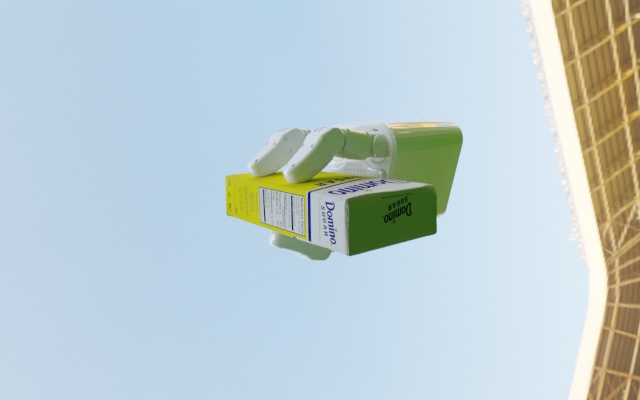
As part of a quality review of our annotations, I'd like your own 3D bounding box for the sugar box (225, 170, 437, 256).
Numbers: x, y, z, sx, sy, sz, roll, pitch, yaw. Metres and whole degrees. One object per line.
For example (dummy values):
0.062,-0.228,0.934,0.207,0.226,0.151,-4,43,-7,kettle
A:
0.000,0.001,0.401,0.093,0.048,0.176,-9,10,-37,sugar box
